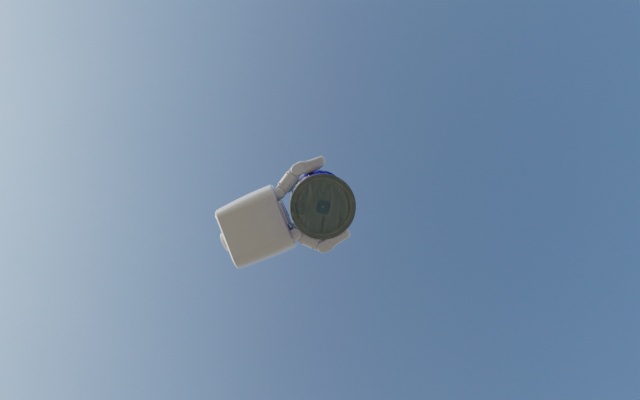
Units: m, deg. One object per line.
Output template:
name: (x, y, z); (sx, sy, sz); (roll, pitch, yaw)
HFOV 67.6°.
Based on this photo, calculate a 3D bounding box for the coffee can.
coffee can: (0.000, 0.003, 0.801); (0.103, 0.103, 0.140); (0, 6, -3)
